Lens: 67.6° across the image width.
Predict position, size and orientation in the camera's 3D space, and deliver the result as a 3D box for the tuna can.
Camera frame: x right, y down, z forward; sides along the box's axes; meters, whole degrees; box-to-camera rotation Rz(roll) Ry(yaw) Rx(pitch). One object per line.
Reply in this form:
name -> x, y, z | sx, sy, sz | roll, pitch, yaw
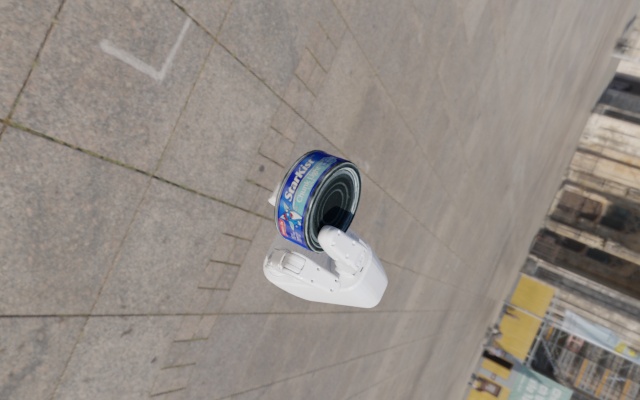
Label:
tuna can -> 0.001, 0.002, 0.416 | 0.033, 0.086, 0.086 | 23, 12, 30
